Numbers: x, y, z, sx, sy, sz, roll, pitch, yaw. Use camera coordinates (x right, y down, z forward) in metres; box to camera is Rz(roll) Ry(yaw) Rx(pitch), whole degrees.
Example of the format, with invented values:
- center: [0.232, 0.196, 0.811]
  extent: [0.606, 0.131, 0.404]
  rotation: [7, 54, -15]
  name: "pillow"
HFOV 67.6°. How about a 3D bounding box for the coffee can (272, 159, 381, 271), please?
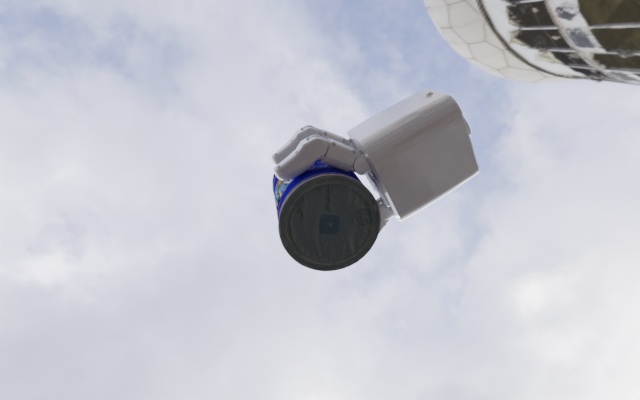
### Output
- center: [0.000, 0.002, 0.535]
  extent: [0.103, 0.103, 0.140]
  rotation: [0, 19, -9]
  name: "coffee can"
